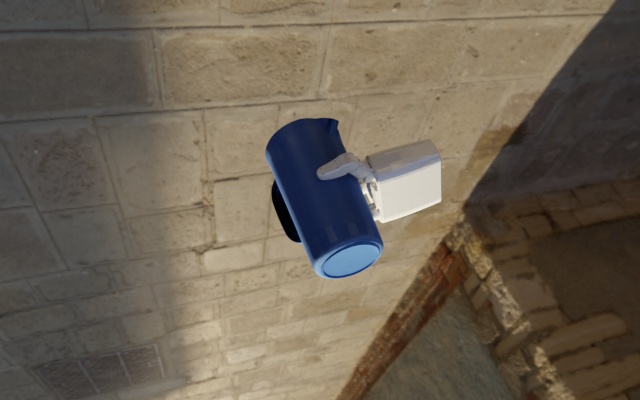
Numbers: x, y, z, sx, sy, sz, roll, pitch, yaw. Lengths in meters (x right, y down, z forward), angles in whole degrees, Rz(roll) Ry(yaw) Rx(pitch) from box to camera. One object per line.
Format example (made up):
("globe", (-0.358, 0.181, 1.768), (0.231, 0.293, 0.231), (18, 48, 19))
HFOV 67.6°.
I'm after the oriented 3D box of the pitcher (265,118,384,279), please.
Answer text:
("pitcher", (0.000, 0.002, 0.755), (0.145, 0.242, 0.149), (-18, -35, -5))
